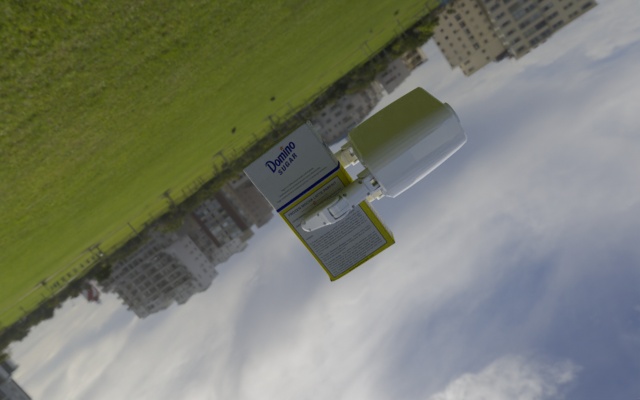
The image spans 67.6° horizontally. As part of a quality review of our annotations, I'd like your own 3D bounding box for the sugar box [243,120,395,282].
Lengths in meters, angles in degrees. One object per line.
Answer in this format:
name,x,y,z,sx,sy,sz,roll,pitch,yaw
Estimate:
sugar box,0.000,0.002,0.566,0.093,0.176,0.048,-35,10,11
